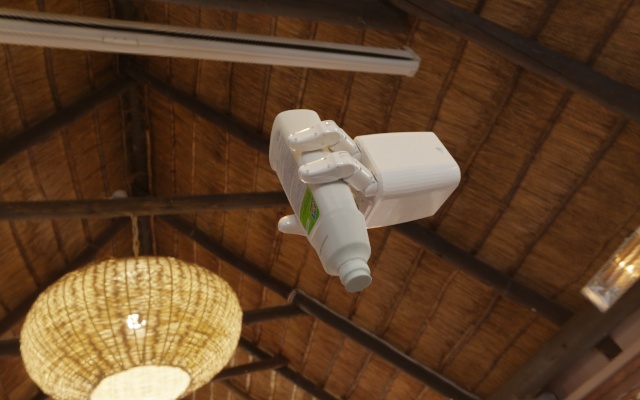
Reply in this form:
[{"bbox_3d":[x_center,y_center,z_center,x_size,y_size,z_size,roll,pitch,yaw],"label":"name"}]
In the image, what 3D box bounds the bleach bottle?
[{"bbox_3d":[0.000,0.002,0.561,0.068,0.103,0.250,-7,46,-17],"label":"bleach bottle"}]
